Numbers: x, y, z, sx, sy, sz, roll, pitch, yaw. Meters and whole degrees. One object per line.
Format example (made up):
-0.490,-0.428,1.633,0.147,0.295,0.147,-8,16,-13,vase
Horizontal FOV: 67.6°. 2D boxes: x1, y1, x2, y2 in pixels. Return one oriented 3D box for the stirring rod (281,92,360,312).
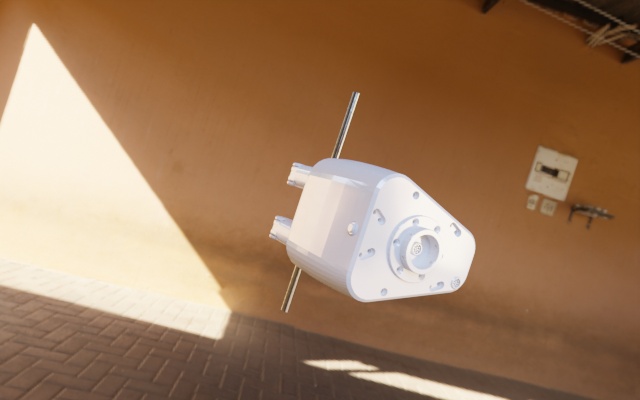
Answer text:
0.000,0.002,0.501,0.011,0.239,0.011,18,0,0,stirring rod
